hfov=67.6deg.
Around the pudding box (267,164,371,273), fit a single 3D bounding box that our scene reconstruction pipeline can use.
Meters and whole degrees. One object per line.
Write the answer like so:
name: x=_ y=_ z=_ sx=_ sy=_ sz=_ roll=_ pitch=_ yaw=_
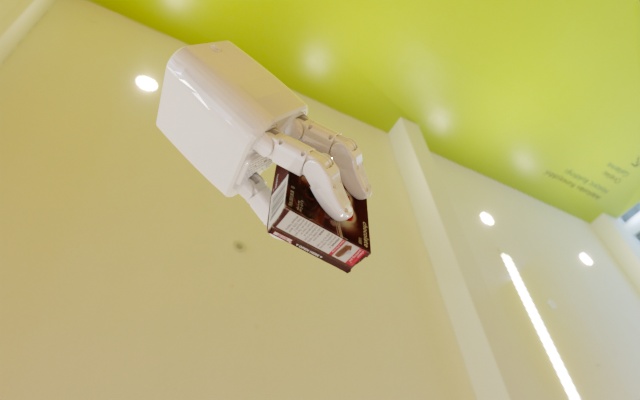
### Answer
pudding box: x=0.000 y=0.002 z=0.447 sx=0.090 sy=0.113 sz=0.039 roll=28 pitch=-54 yaw=-19
